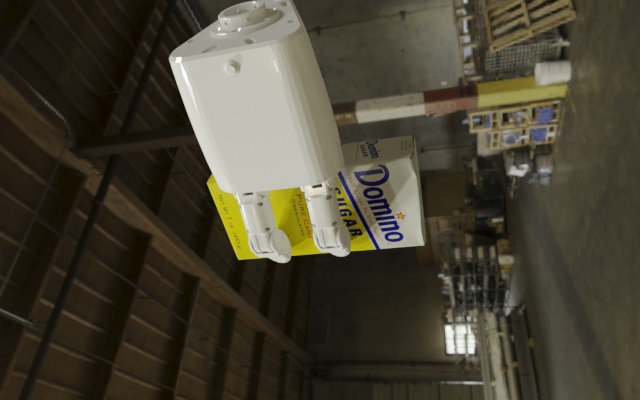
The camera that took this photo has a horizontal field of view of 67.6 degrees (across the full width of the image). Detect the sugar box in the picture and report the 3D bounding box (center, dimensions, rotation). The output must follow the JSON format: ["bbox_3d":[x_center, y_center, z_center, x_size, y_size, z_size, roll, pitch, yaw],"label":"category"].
[{"bbox_3d":[0.000,0.002,0.423,0.176,0.093,0.048,-5,35,15],"label":"sugar box"}]
